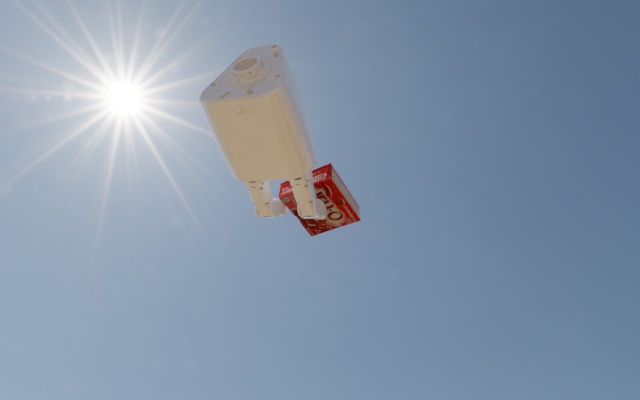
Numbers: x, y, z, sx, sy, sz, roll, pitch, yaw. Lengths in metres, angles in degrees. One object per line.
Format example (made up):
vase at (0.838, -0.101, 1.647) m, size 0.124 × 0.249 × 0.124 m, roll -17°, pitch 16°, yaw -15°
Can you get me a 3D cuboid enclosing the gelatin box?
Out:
gelatin box at (0.000, 0.002, 0.611) m, size 0.073 × 0.030 × 0.089 m, roll -20°, pitch -47°, yaw 19°
